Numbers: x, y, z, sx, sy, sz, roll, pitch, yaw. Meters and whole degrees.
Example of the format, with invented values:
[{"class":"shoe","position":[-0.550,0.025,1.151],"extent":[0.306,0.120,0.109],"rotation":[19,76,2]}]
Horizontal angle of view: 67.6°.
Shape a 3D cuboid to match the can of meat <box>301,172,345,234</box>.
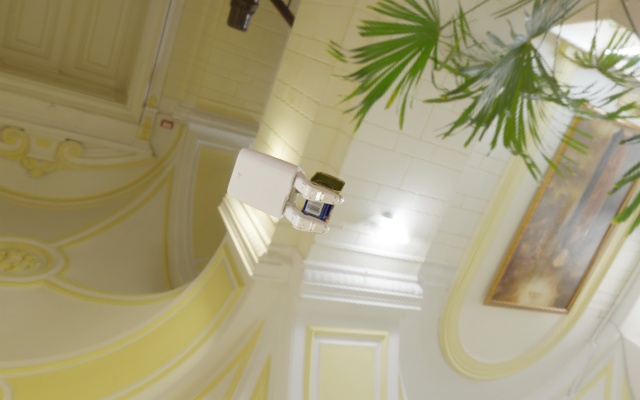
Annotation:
[{"class":"can of meat","position":[0.000,0.003,0.853],"extent":[0.057,0.084,0.102],"rotation":[22,15,3]}]
